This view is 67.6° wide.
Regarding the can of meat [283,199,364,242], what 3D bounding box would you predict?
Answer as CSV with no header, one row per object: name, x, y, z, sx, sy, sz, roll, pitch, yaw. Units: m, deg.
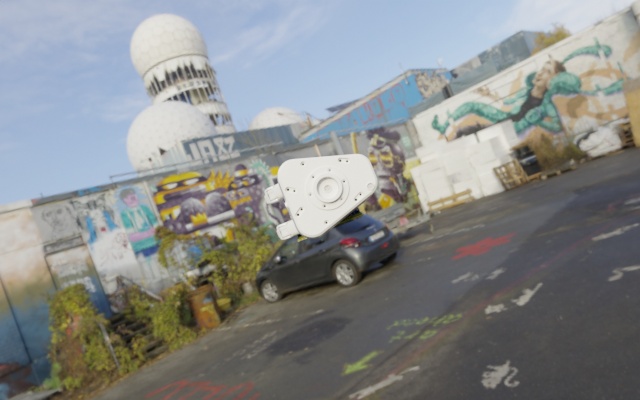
can of meat,0.000,0.002,0.693,0.102,0.084,0.057,-22,-1,2
